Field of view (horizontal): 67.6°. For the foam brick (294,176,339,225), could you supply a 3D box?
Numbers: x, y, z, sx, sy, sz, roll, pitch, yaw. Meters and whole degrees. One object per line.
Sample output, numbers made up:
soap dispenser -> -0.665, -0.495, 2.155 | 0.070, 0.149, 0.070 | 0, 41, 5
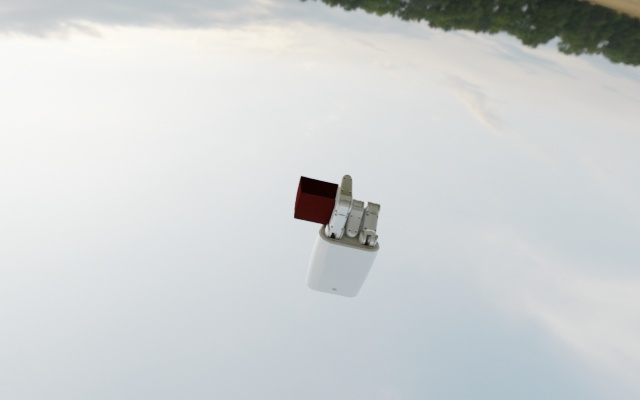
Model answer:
foam brick -> 0.000, 0.002, 0.749 | 0.078, 0.051, 0.053 | 13, 31, -8
